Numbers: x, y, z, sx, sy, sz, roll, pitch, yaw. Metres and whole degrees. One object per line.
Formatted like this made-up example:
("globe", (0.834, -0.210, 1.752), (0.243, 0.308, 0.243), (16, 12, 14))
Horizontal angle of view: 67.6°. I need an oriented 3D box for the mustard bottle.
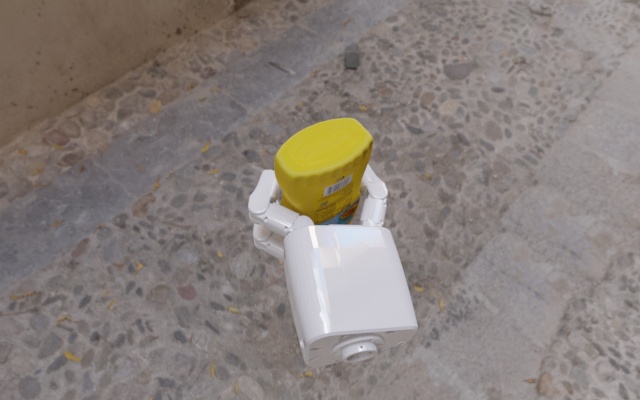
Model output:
("mustard bottle", (0.000, 0.001, 0.517), (0.096, 0.058, 0.192), (-29, -28, -21))
